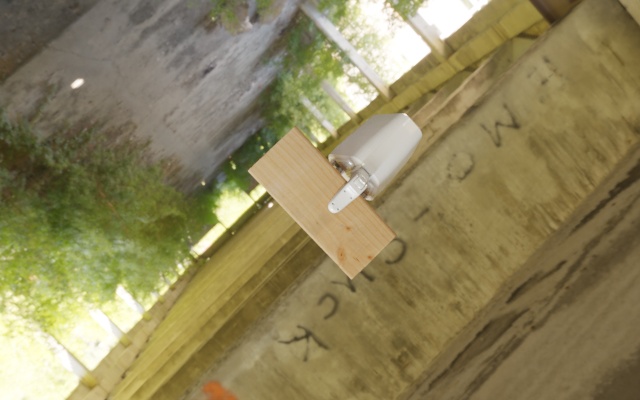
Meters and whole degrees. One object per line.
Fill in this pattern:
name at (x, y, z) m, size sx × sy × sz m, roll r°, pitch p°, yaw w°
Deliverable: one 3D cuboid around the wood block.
wood block at (0.001, 0.002, 0.688) m, size 0.090 × 0.206 × 0.091 m, roll -44°, pitch 6°, yaw -3°
